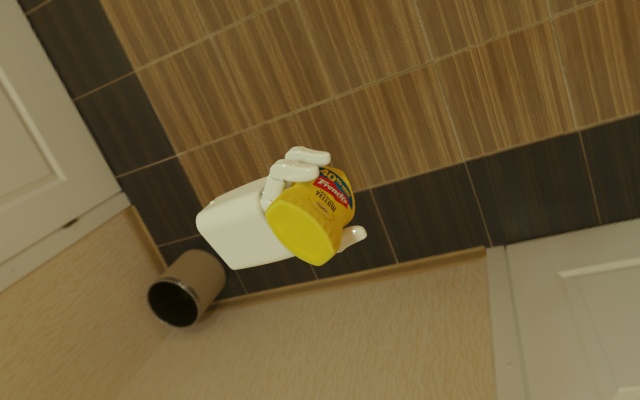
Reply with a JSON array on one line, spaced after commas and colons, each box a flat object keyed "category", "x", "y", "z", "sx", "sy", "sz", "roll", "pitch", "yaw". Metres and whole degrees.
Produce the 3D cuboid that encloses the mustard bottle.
[{"category": "mustard bottle", "x": 0.000, "y": 0.002, "z": 0.636, "sx": 0.058, "sy": 0.096, "sz": 0.191, "roll": -44, "pitch": 6, "yaw": 28}]
